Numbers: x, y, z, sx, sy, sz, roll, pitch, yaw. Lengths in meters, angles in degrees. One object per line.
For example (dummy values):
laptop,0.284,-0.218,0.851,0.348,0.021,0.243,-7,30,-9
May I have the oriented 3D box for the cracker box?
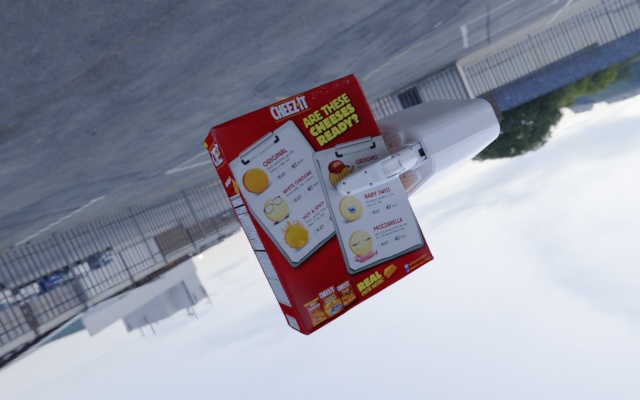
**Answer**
cracker box,0.000,0.002,0.494,0.164,0.214,0.072,-26,4,-22
